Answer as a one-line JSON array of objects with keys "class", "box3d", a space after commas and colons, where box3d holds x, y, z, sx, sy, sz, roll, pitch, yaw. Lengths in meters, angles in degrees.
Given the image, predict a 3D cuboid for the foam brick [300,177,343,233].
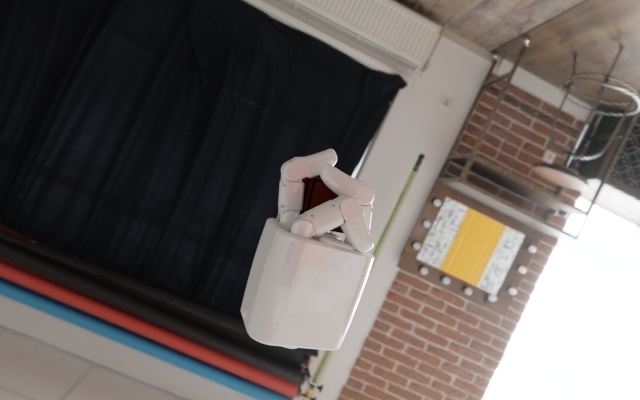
[{"class": "foam brick", "box3d": [0.000, 0.002, 0.532, 0.053, 0.051, 0.078, 11, 4, -17]}]
